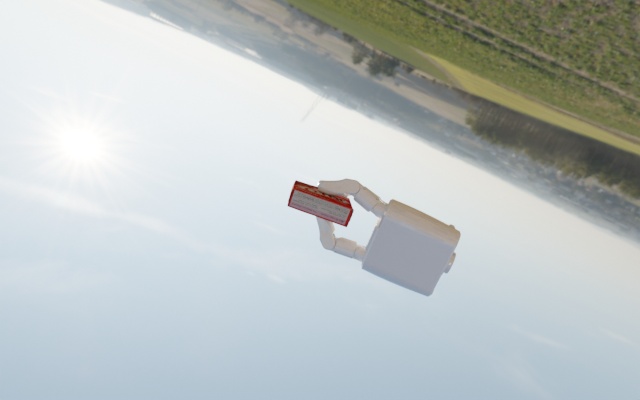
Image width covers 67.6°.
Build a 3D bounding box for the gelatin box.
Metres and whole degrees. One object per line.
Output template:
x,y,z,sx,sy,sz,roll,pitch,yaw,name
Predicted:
0.000,0.003,0.676,0.089,0.030,0.073,19,11,-4,gelatin box
